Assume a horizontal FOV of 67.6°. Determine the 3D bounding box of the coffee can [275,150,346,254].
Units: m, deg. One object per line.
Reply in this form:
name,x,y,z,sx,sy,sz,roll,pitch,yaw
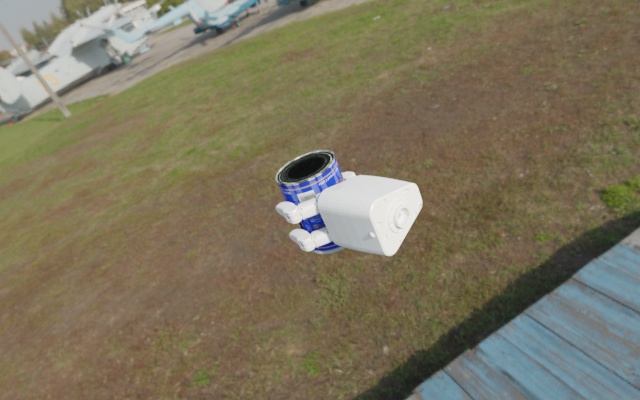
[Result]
coffee can,0.000,0.003,0.786,0.103,0.140,0.102,-19,27,10
